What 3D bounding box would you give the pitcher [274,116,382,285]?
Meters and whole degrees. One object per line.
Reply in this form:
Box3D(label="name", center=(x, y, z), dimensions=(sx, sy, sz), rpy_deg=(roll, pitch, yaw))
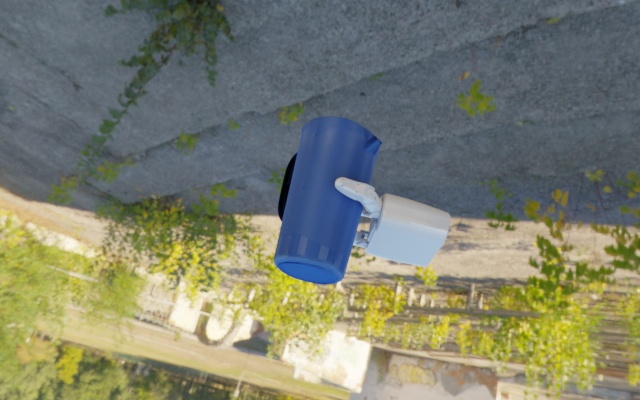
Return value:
Box3D(label="pitcher", center=(0.000, 0.002, 0.755), dimensions=(0.145, 0.242, 0.149), rpy_deg=(15, -24, 0))
